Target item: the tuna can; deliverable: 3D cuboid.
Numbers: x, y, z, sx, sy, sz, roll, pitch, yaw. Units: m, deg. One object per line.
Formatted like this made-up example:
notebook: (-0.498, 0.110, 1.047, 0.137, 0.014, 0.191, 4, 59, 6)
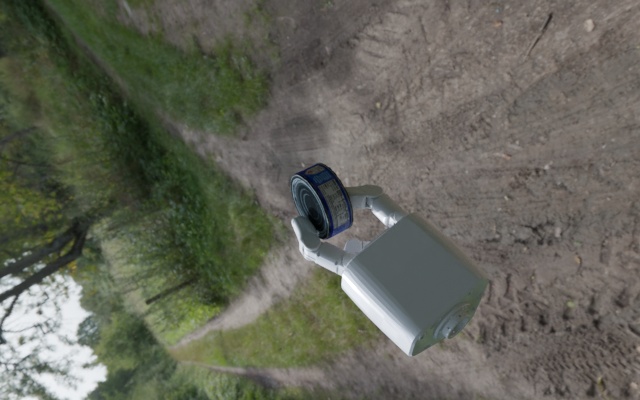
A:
tuna can: (0.000, 0.002, 0.554, 0.033, 0.086, 0.086, -26, 10, -22)
